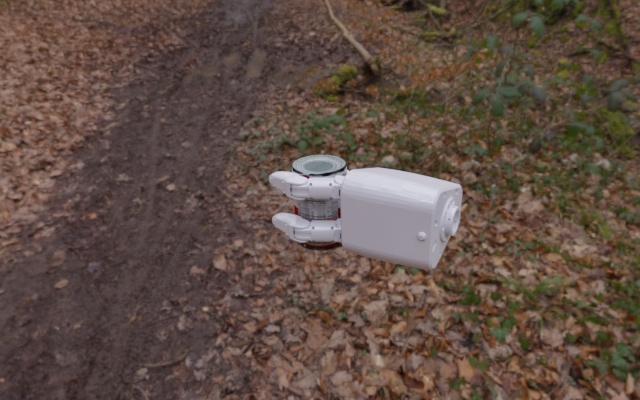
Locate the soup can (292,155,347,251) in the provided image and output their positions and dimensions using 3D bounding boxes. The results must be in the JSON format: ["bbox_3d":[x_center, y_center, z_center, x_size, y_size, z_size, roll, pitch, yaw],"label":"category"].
[{"bbox_3d":[0.000,0.002,0.595,0.068,0.102,0.068,-2,25,1],"label":"soup can"}]
